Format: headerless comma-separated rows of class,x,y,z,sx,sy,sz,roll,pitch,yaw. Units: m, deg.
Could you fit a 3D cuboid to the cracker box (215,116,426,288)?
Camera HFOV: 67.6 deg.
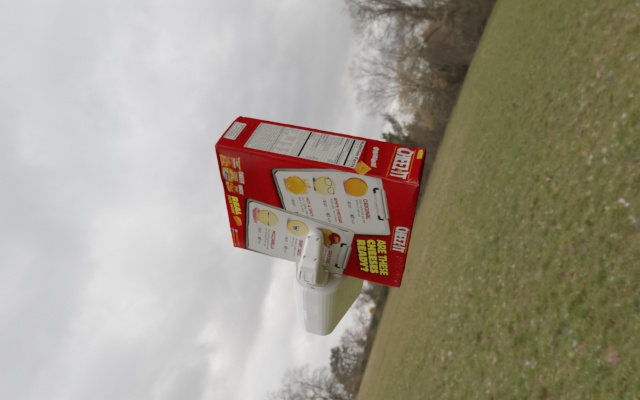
cracker box,0.000,0.002,0.544,0.213,0.164,0.072,12,45,12
